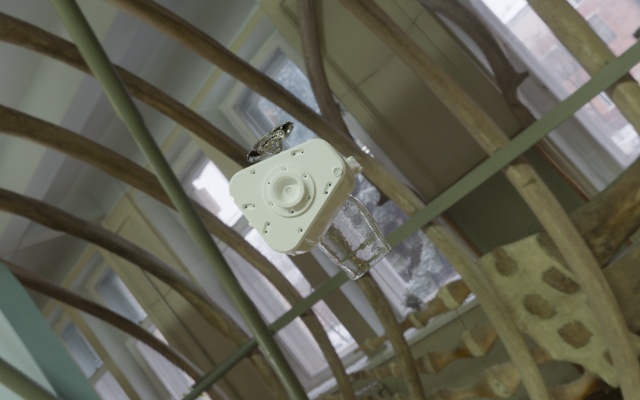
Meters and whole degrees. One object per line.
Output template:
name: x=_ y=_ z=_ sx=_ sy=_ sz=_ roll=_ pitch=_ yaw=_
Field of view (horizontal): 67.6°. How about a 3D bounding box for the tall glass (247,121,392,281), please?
tall glass: x=0.000 y=0.001 z=0.586 sx=0.079 sy=0.201 sz=0.079 roll=-39 pitch=-7 yaw=-6
